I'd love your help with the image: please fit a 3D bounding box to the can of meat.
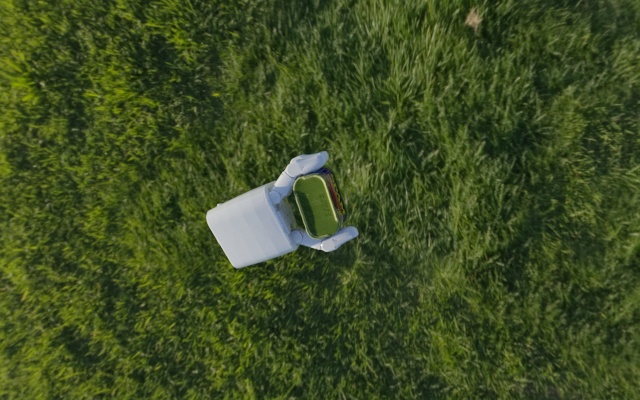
[{"bbox_3d":[0.000,0.003,0.729,0.057,0.102,0.084,-17,7,12],"label":"can of meat"}]
